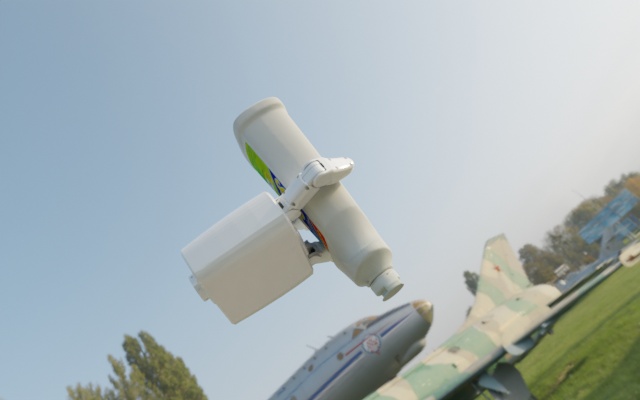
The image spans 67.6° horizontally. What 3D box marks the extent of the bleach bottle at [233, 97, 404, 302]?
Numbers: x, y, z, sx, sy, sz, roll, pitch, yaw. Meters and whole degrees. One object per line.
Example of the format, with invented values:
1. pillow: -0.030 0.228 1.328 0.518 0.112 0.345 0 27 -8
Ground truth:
1. bleach bottle: 0.000 0.002 0.526 0.068 0.250 0.103 -34 -26 -12
